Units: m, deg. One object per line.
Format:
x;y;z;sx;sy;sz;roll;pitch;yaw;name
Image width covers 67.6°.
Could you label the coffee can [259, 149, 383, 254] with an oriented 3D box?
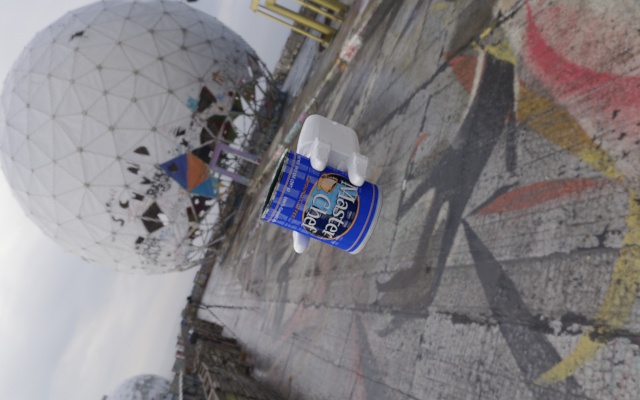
0.000;0.002;0.654;0.140;0.103;0.103;21;-4;-11;coffee can
